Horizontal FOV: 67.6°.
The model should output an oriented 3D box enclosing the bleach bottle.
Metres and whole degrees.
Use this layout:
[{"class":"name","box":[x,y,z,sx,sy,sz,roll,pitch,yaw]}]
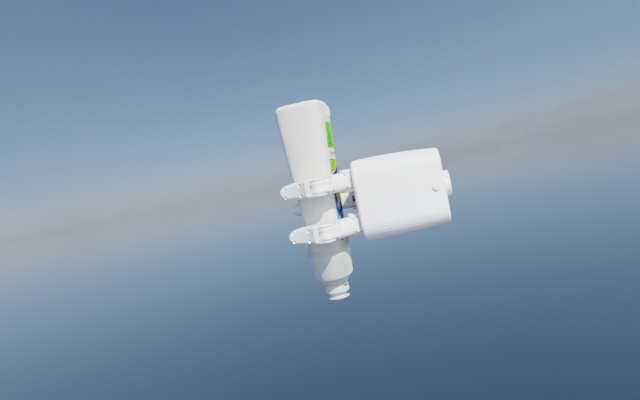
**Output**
[{"class":"bleach bottle","box":[0.000,0.002,0.625,0.068,0.251,0.102,-11,3,8]}]
